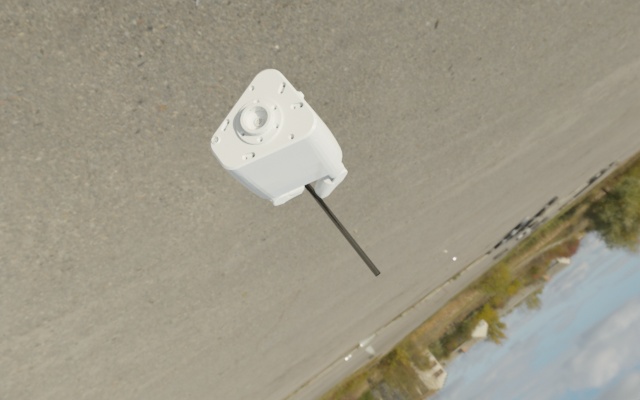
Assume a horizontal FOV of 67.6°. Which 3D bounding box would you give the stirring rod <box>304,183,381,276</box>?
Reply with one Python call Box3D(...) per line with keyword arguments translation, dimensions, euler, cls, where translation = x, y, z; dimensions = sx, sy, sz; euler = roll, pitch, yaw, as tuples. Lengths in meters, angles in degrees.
Box3D(translation=(0.000, 0.002, 0.623), dimensions=(0.011, 0.239, 0.011), euler=(-33, -21, -14), cls="stirring rod")
